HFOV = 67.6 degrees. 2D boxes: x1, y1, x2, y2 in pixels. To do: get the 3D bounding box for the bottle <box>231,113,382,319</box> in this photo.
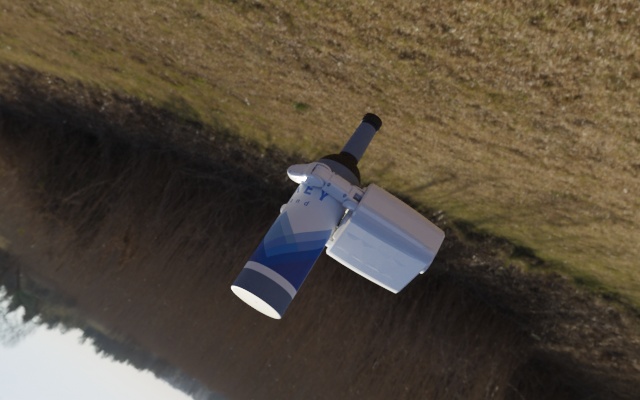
[{"bbox_3d":[0.000,0.002,0.595,0.069,0.295,0.069,27,-25,14],"label":"bottle"}]
